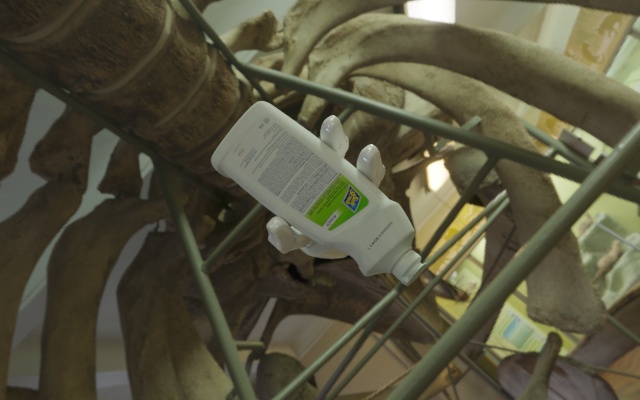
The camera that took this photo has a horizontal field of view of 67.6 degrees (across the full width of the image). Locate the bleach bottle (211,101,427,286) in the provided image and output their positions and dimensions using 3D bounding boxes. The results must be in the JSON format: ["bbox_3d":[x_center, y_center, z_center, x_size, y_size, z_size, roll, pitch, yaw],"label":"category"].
[{"bbox_3d":[0.000,0.002,0.506,0.250,0.102,0.068,41,6,22],"label":"bleach bottle"}]
